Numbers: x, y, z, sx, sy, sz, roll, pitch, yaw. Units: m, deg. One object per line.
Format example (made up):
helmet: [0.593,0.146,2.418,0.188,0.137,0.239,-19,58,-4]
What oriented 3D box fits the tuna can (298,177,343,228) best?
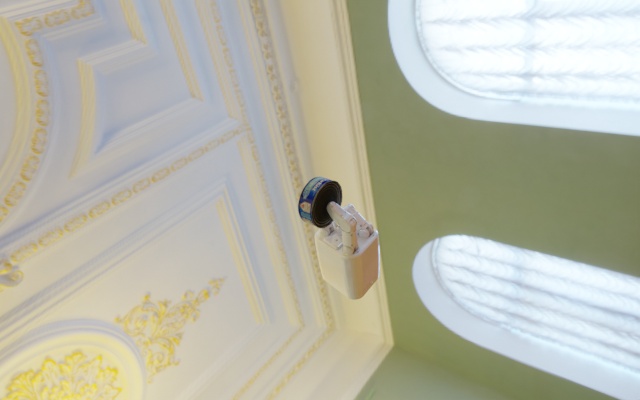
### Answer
tuna can: [0.000,0.002,0.826,0.033,0.086,0.086,20,11,33]
